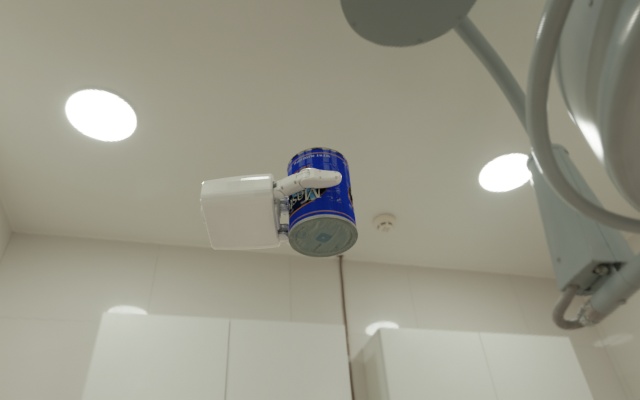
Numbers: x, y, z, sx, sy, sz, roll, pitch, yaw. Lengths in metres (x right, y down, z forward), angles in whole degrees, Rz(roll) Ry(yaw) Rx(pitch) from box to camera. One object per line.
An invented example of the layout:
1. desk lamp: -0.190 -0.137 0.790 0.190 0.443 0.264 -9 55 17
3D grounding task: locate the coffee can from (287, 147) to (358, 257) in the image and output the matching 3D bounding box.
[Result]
1. coffee can: 0.000 0.003 0.744 0.103 0.140 0.103 -3 -39 -2
